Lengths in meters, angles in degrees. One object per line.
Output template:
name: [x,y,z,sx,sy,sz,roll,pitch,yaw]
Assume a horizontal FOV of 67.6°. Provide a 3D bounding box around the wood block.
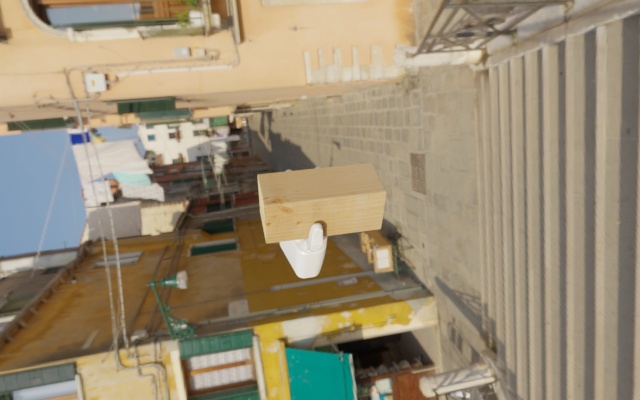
wood block: [0.000,0.003,0.837,0.206,0.090,0.090,-7,42,-11]
